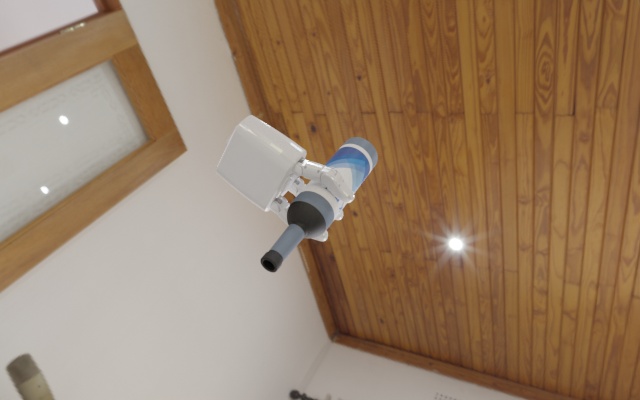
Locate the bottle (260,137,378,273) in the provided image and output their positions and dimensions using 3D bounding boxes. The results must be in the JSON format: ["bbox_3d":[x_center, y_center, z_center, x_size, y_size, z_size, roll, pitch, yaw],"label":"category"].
[{"bbox_3d":[0.000,0.002,0.735,0.069,0.069,0.295,0,35,35],"label":"bottle"}]
